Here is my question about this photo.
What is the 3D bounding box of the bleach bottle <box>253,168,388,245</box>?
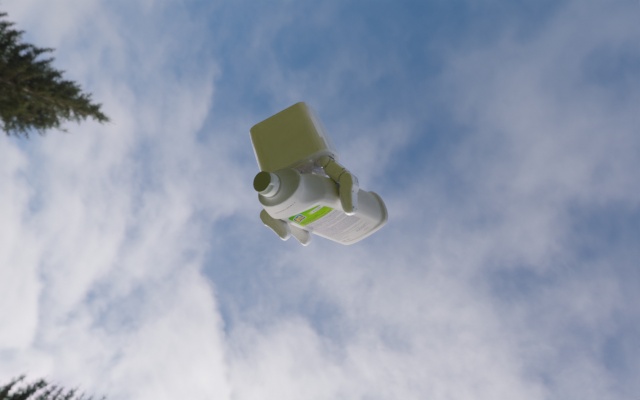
[{"bbox_3d":[0.000,0.002,0.699,0.102,0.068,0.251,-34,-30,21],"label":"bleach bottle"}]
